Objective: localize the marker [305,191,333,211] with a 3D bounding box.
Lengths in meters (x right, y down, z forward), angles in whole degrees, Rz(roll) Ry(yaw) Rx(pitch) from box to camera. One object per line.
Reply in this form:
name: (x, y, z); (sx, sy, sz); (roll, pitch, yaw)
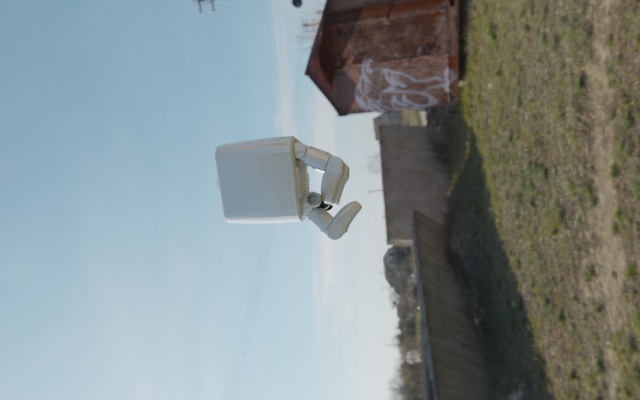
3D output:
marker: (0.000, 0.002, 0.635); (0.020, 0.020, 0.121); (0, -3, 10)
